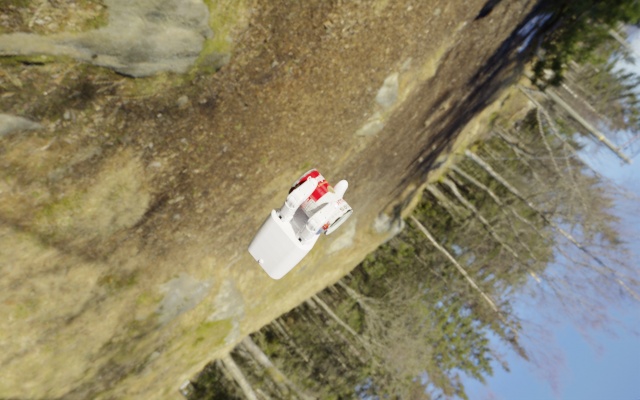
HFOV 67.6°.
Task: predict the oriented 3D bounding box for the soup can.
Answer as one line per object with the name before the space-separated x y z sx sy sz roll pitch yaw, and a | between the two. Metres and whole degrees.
soup can | 0.001 0.003 0.860 0.068 0.102 0.068 -40 -11 -9
